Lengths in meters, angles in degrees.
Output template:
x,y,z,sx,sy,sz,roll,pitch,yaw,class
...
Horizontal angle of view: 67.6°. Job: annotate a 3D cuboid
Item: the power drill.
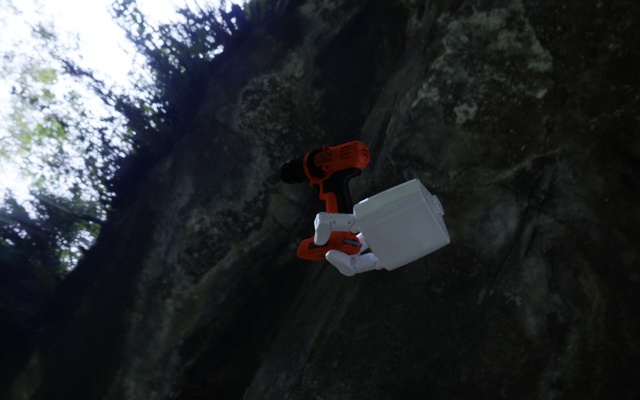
x,y,z,sx,sy,sz,roll,pitch,yaw,class
0.000,0.003,0.803,0.184,0.187,0.057,-13,-19,38,power drill
